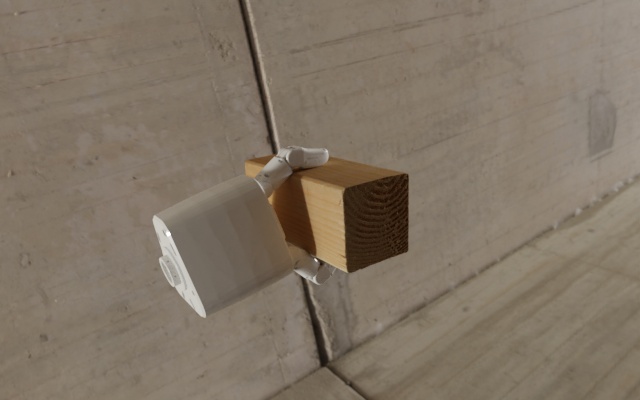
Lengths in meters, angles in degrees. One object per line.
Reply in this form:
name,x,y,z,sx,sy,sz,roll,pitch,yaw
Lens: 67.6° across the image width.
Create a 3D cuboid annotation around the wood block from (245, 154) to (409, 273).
wood block,0.000,0.002,0.564,0.090,0.091,0.206,-14,20,-33
